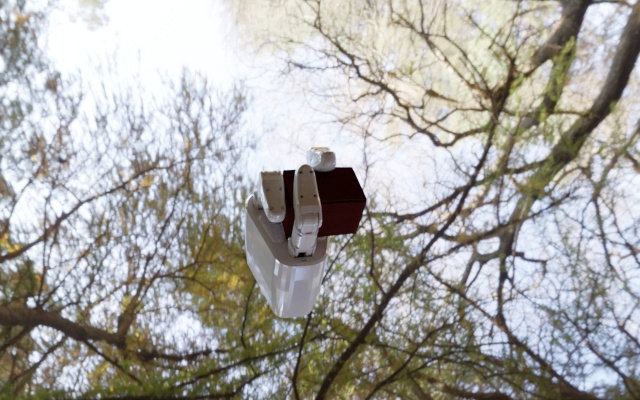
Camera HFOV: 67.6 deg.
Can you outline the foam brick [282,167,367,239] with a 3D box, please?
[{"bbox_3d":[0.000,0.002,0.494,0.078,0.051,0.053,-3,45,-13],"label":"foam brick"}]
